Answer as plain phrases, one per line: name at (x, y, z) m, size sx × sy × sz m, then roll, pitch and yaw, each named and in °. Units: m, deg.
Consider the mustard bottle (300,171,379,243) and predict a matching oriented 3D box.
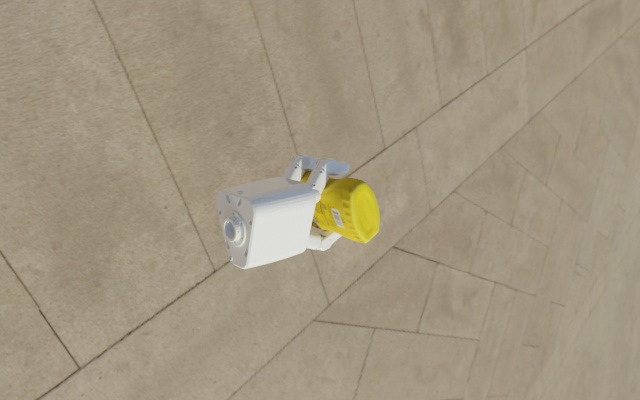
mustard bottle at (0.001, 0.002, 0.748) m, size 0.191 × 0.096 × 0.058 m, roll 13°, pitch 44°, yaw 44°
